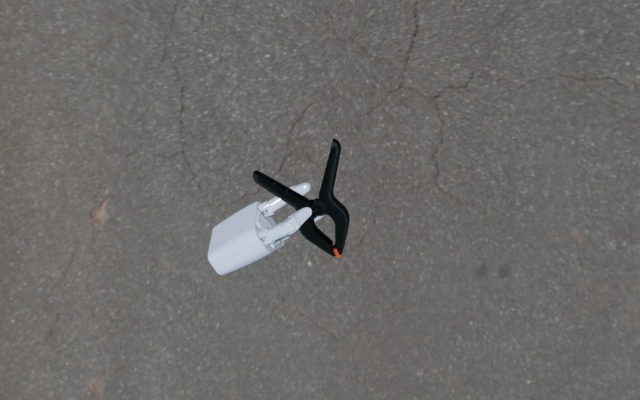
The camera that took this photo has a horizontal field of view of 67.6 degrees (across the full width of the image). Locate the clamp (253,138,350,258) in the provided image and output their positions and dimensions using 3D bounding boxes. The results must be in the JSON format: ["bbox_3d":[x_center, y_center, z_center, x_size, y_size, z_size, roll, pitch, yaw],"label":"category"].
[{"bbox_3d":[0.000,0.004,0.840,0.164,0.210,0.036,-27,14,17],"label":"clamp"}]
